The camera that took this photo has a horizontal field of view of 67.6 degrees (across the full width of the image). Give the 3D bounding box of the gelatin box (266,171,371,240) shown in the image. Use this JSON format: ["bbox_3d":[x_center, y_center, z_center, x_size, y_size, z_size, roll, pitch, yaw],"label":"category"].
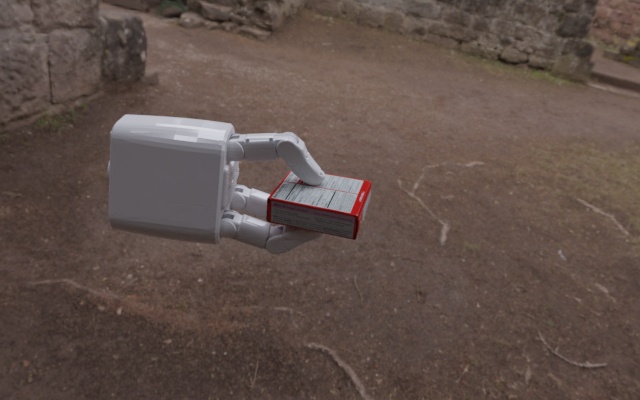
[{"bbox_3d":[0.000,0.001,0.469,0.089,0.030,0.073,10,29,11],"label":"gelatin box"}]
